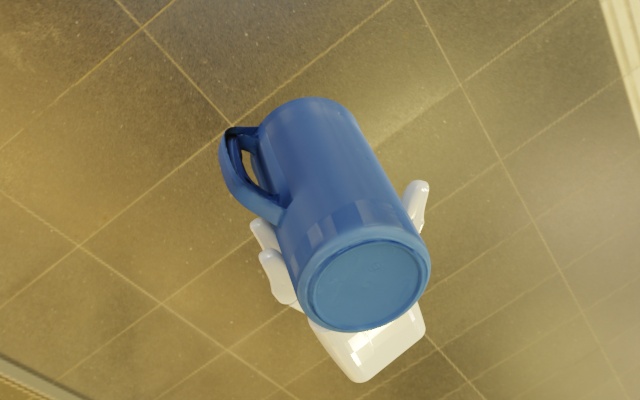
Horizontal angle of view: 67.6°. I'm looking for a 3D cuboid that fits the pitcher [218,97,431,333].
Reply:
[{"bbox_3d":[0.000,0.002,0.455,0.149,0.145,0.242,-24,34,1],"label":"pitcher"}]
